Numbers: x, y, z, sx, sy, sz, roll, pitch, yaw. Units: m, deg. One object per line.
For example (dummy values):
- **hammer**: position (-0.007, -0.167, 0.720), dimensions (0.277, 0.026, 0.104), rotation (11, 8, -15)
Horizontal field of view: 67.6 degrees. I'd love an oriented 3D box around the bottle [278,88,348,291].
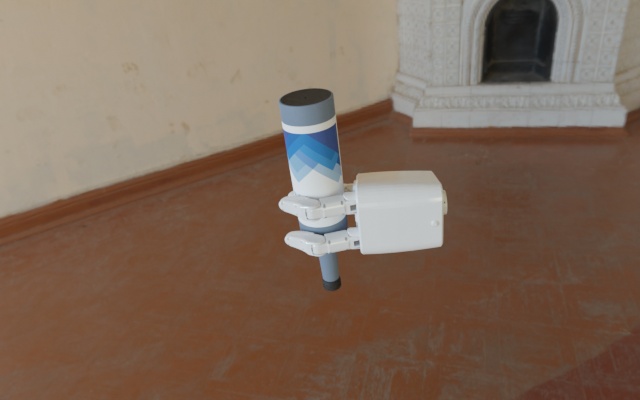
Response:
- **bottle**: position (0.000, 0.002, 0.645), dimensions (0.069, 0.296, 0.069), rotation (-6, 30, 4)
